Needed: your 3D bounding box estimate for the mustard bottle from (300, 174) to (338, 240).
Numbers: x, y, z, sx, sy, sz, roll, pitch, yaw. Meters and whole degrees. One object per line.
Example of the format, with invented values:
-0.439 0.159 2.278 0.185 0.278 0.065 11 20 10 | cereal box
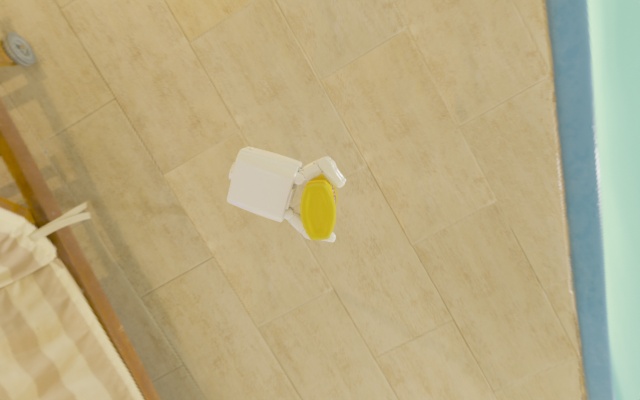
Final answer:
0.000 0.003 0.852 0.058 0.096 0.191 -6 10 4 | mustard bottle
